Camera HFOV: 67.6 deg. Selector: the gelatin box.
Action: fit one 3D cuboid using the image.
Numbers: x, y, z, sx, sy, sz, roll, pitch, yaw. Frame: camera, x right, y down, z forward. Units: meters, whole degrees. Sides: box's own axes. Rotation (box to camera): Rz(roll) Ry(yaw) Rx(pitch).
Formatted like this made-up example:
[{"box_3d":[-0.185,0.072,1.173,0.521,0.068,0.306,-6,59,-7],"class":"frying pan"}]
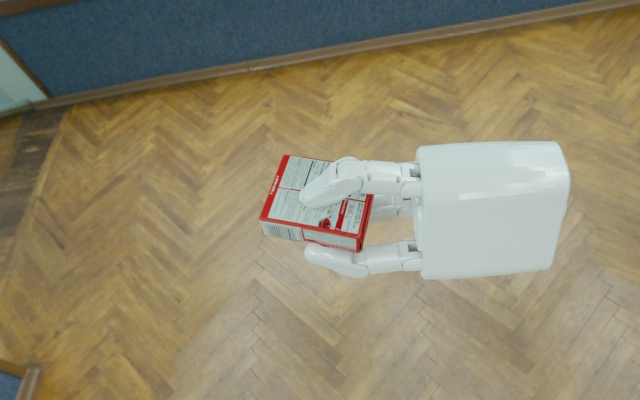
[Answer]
[{"box_3d":[0.000,0.001,0.415,0.089,0.073,0.030,10,-33,11],"class":"gelatin box"}]
